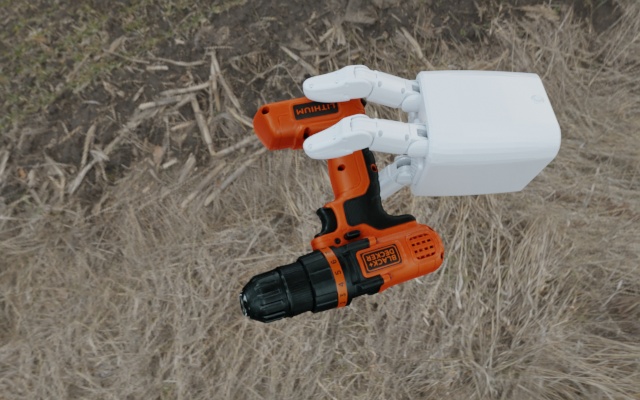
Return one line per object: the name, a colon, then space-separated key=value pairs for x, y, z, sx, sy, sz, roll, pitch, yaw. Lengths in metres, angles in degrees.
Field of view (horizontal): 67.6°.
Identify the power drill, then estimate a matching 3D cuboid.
power drill: x=0.000 y=0.001 z=0.429 sx=0.184 sy=0.187 sz=0.057 roll=-14 pitch=-15 yaw=-19
